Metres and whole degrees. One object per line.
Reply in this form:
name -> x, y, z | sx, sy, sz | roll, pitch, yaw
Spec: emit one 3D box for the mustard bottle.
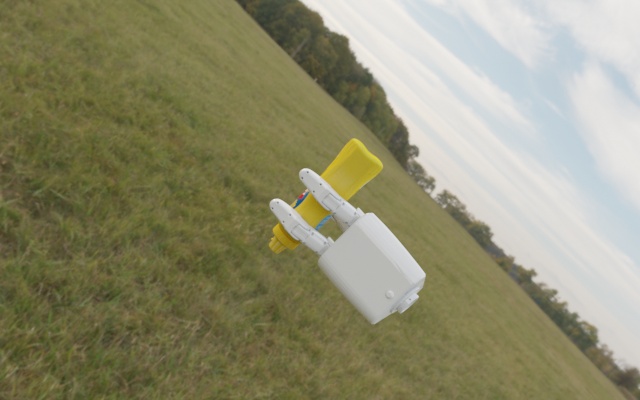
mustard bottle -> 0.000, 0.002, 0.654 | 0.058, 0.191, 0.096 | 44, 10, -3
